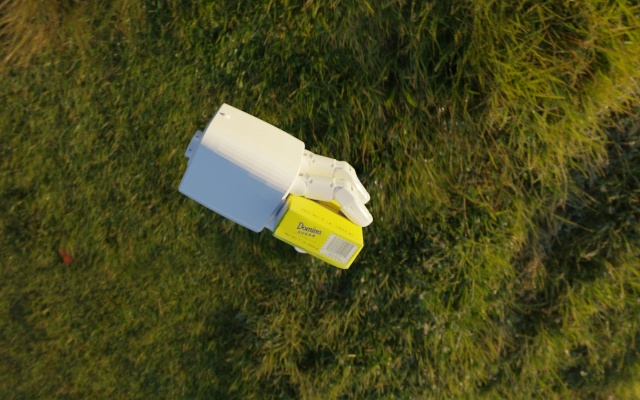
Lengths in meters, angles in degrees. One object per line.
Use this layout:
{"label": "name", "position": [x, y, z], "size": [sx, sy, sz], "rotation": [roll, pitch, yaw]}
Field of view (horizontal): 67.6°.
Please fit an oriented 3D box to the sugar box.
{"label": "sugar box", "position": [0.000, 0.001, 0.579], "size": [0.093, 0.048, 0.176], "rotation": [28, 27, -13]}
